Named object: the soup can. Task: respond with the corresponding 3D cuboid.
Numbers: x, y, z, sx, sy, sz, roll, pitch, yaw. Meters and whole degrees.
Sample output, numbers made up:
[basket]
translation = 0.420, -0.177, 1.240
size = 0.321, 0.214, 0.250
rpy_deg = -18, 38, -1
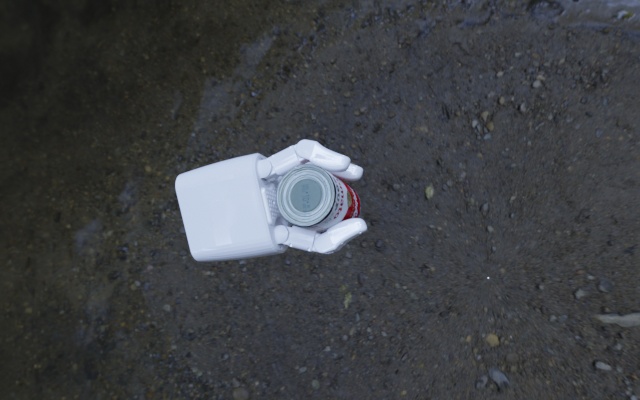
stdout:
[soup can]
translation = 0.000, 0.002, 0.533
size = 0.068, 0.068, 0.102
rpy_deg = 0, -9, 19
